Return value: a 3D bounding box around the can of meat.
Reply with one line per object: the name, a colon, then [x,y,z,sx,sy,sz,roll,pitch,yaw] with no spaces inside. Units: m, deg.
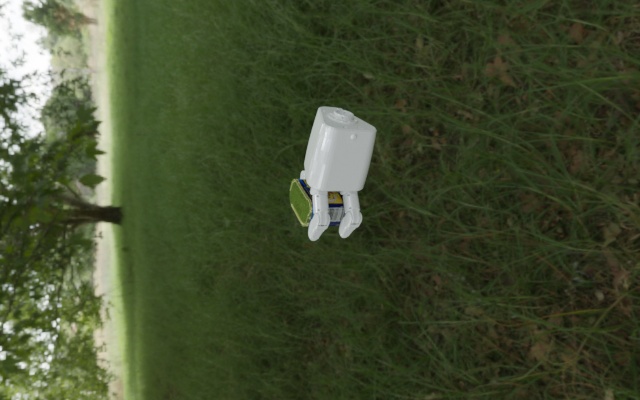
can of meat: [0.000,0.003,0.830,0.084,0.057,0.102,0,32,-25]
